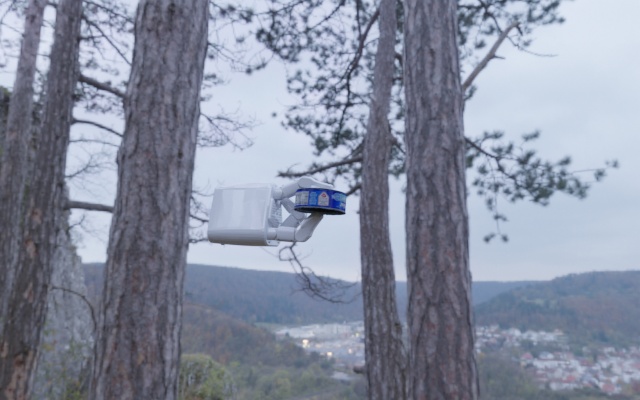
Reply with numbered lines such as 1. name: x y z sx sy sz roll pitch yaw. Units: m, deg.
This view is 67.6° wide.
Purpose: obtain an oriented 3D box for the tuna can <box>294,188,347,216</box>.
1. tuna can: 0.000 0.002 0.784 0.086 0.033 0.086 5 -8 1
